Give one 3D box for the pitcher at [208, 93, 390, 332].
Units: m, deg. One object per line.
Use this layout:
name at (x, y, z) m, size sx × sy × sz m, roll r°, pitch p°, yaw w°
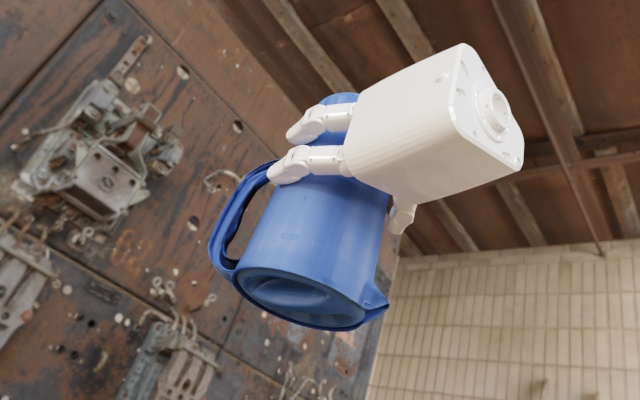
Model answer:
pitcher at (0.000, 0.002, 0.509) m, size 0.149 × 0.242 × 0.145 m, roll 36°, pitch -36°, yaw -26°
